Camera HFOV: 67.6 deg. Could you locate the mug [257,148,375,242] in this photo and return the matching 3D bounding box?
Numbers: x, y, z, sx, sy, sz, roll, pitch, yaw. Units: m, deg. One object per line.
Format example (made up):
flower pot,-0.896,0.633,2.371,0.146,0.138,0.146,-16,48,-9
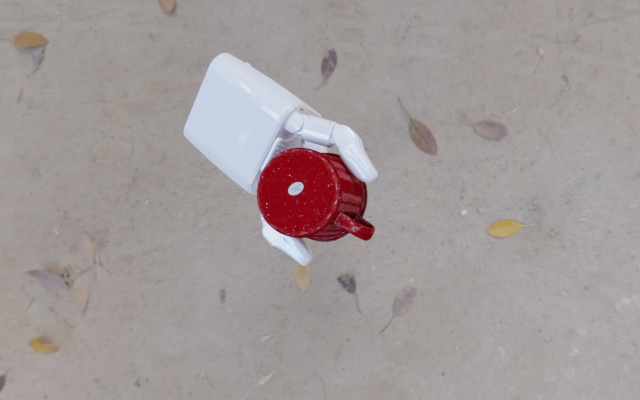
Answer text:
mug,0.001,0.002,0.454,0.117,0.093,0.081,38,9,16
